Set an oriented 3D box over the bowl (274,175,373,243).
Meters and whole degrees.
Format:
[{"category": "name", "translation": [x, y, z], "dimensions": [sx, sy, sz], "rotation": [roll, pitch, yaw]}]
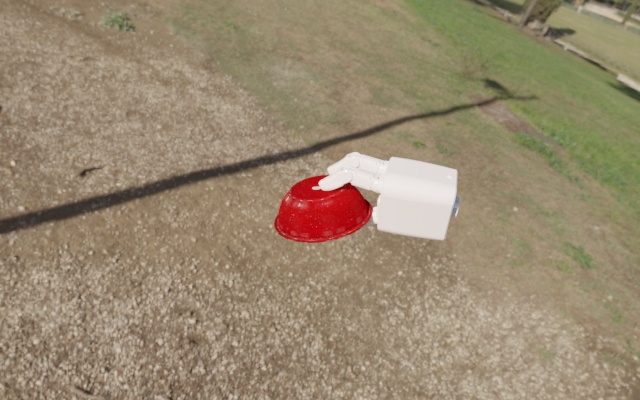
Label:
[{"category": "bowl", "translation": [-0.001, 0.002, 0.764], "dimensions": [0.162, 0.055, 0.162], "rotation": [-9, 26, 4]}]
